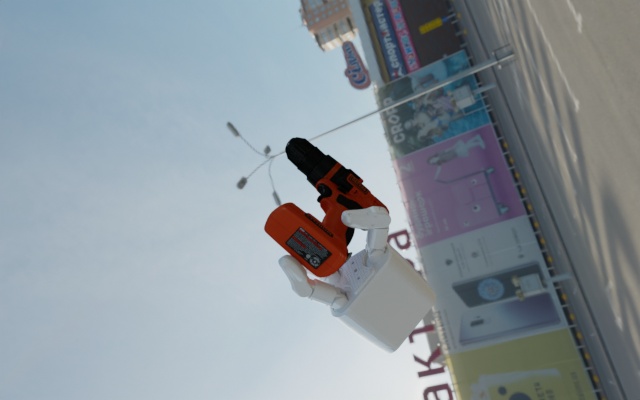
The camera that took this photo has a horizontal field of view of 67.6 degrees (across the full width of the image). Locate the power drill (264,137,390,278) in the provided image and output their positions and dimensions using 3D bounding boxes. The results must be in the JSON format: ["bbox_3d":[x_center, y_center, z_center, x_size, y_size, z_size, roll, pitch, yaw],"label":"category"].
[{"bbox_3d":[0.000,0.003,0.638,0.184,0.057,0.187,40,34,0],"label":"power drill"}]
